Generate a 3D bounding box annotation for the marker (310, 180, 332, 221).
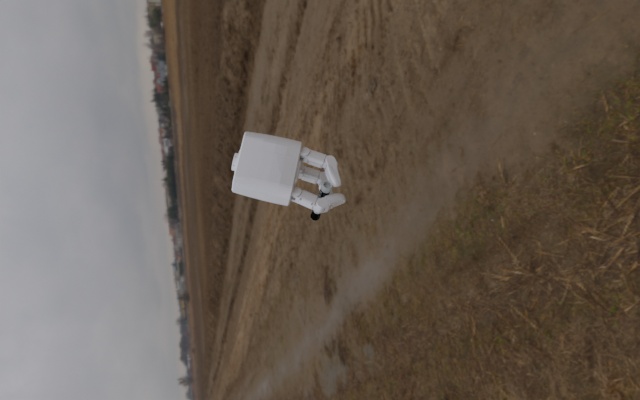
[{"bbox_3d":[0.000,0.003,0.892,0.020,0.020,0.121,0,-31,-13],"label":"marker"}]
